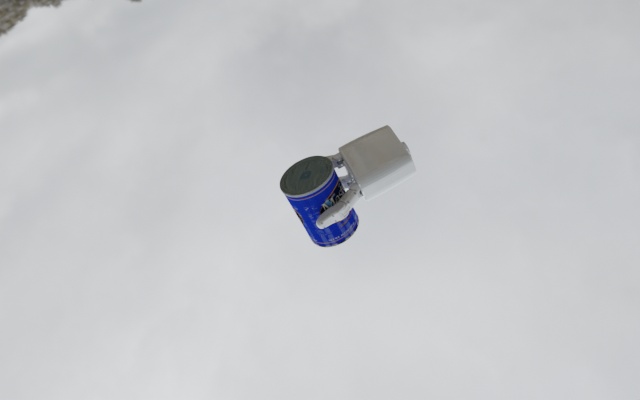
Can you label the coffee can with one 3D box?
[{"bbox_3d":[0.000,0.003,0.882,0.103,0.102,0.140,0,-44,32],"label":"coffee can"}]
